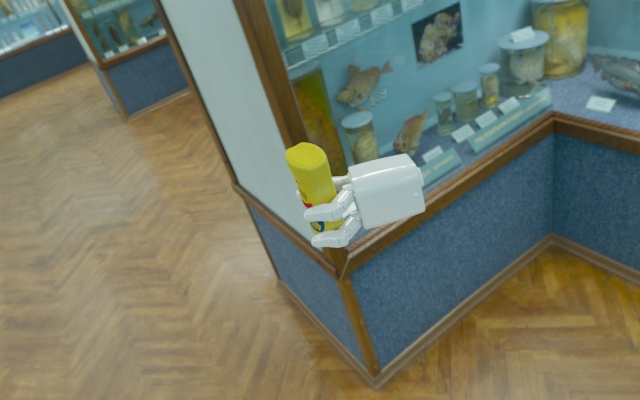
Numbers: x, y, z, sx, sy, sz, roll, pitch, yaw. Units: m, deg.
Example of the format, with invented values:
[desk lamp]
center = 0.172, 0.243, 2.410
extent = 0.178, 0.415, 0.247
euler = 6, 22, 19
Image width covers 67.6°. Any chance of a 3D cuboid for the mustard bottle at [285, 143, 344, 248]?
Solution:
[mustard bottle]
center = 0.000, 0.003, 0.798
extent = 0.058, 0.192, 0.096
euler = -29, 35, -15
